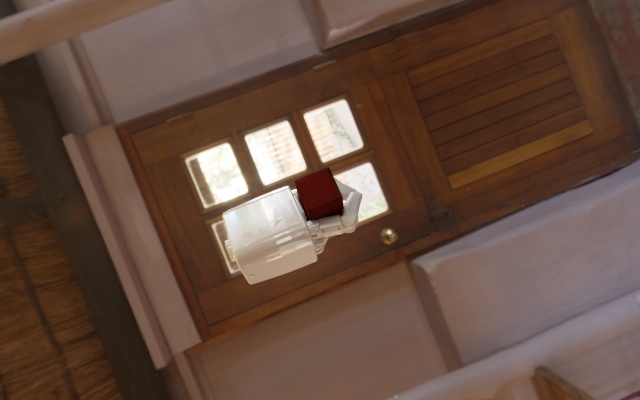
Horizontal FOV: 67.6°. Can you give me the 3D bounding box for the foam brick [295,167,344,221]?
[{"bbox_3d":[0.000,0.002,0.668,0.051,0.053,0.078,-21,-29,-7],"label":"foam brick"}]
